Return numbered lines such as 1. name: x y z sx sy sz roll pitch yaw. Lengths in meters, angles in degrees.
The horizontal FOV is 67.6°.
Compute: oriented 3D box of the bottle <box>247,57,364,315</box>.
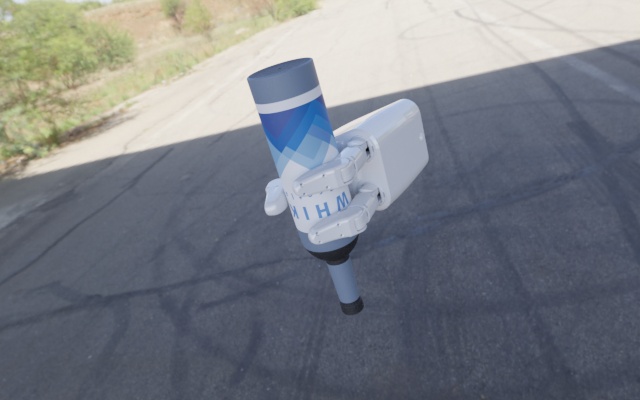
1. bottle: 0.000 0.002 0.516 0.069 0.296 0.069 -14 24 7
